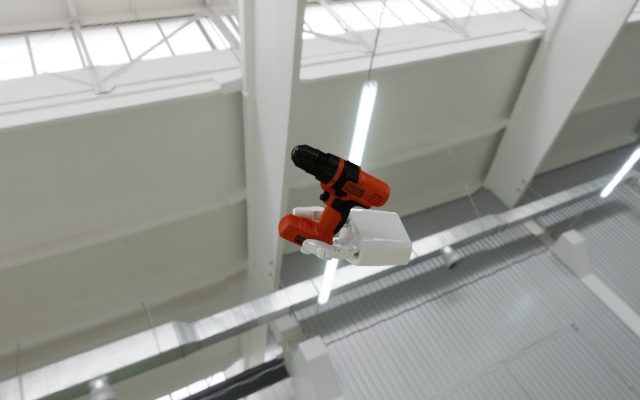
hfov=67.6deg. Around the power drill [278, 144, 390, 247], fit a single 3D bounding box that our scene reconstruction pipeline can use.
[{"bbox_3d":[0.000,0.003,0.832,0.184,0.057,0.188,26,-53,-16],"label":"power drill"}]
